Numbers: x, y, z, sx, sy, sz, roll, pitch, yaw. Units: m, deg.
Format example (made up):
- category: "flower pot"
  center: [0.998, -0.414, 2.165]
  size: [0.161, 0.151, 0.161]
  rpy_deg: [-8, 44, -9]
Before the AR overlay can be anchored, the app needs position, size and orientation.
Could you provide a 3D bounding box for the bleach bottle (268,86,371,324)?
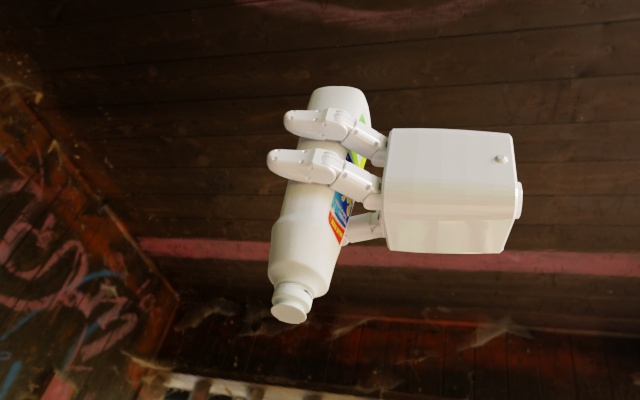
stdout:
- category: "bleach bottle"
  center: [0.000, 0.001, 0.453]
  size: [0.068, 0.250, 0.103]
  rpy_deg: [3, -42, 13]
